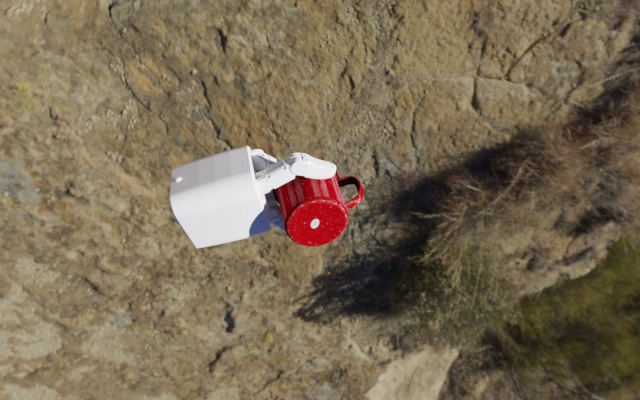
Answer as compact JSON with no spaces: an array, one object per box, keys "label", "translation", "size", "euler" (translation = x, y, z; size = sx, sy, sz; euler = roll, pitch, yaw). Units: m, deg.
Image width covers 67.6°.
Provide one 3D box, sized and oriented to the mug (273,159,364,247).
[{"label":"mug","translation":[0.002,0.002,0.620],"size":[0.117,0.093,0.081],"euler":[-16,41,0]}]
